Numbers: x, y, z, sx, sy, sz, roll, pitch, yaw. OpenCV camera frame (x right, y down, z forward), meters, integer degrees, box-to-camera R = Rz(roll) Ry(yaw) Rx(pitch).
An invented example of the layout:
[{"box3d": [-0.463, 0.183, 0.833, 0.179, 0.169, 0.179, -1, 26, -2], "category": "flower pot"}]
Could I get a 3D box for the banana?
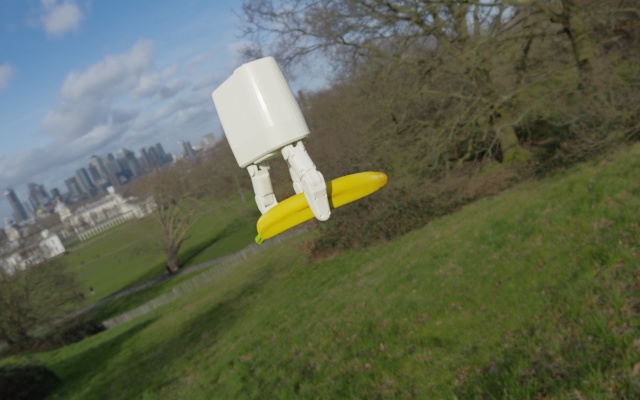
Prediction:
[{"box3d": [-0.004, 0.002, 0.619, 0.198, 0.037, 0.069, -24, -5, 2], "category": "banana"}]
